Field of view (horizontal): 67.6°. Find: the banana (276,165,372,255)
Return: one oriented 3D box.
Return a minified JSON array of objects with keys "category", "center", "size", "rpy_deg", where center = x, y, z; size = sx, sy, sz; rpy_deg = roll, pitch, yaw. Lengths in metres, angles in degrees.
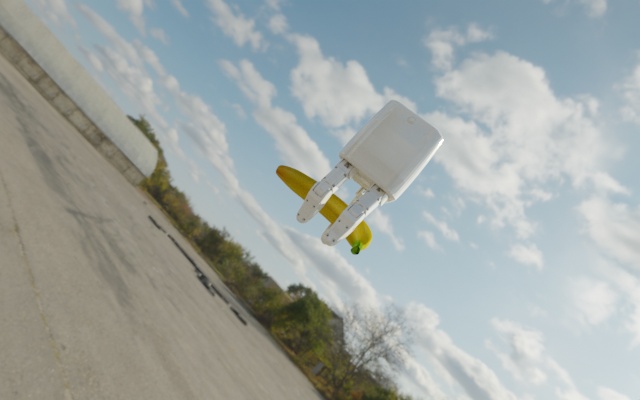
[{"category":"banana","center":[0.012,0.010,0.667],"size":[0.197,0.037,0.070],"rpy_deg":[43,9,37]}]
